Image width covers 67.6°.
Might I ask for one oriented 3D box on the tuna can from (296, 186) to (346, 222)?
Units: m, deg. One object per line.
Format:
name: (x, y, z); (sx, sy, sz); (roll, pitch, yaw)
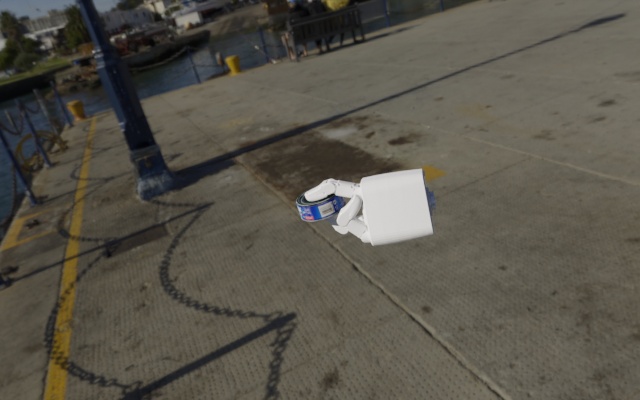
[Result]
tuna can: (0.000, 0.002, 0.861); (0.086, 0.034, 0.086); (-17, 22, 7)
